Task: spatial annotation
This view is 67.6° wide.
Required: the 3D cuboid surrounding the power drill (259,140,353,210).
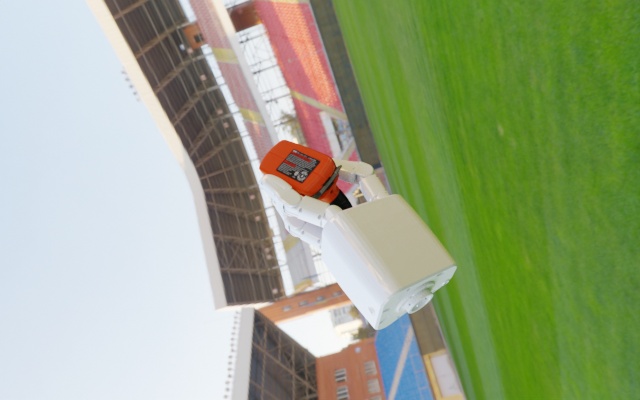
[{"bbox_3d":[0.000,0.002,0.632,0.184,0.057,0.188,24,-17,42],"label":"power drill"}]
